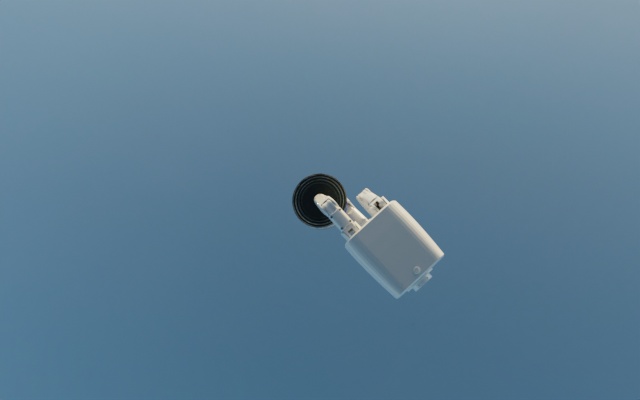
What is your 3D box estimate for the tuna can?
[{"bbox_3d":[0.000,0.003,0.755,0.086,0.086,0.034,0,-10,7],"label":"tuna can"}]
